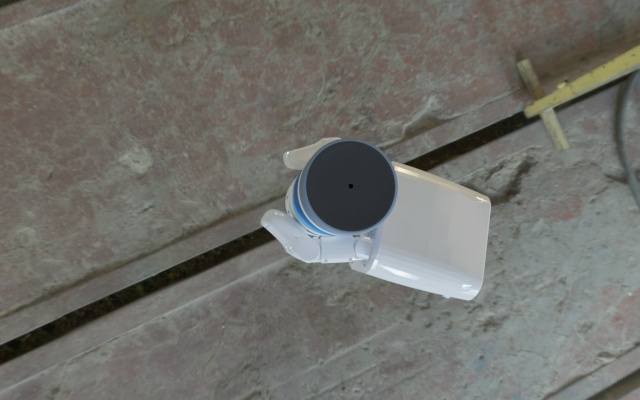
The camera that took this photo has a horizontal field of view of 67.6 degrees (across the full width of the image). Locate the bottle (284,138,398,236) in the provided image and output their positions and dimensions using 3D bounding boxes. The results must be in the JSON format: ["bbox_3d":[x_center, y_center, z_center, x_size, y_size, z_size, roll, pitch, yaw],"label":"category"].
[{"bbox_3d":[0.000,0.001,0.468,0.069,0.069,0.296,0,-4,-8],"label":"bottle"}]
